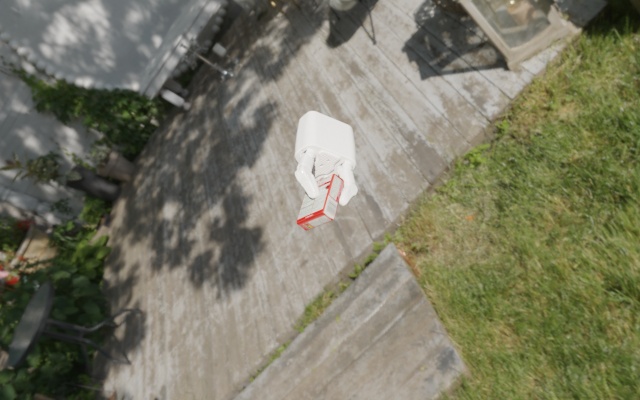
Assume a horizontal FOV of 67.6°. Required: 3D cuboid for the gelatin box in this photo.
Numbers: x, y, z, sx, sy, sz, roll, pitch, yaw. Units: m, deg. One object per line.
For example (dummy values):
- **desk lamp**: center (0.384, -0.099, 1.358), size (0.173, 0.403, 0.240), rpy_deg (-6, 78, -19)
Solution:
- **gelatin box**: center (0.000, 0.003, 0.843), size (0.030, 0.089, 0.073), rpy_deg (37, -39, -28)
